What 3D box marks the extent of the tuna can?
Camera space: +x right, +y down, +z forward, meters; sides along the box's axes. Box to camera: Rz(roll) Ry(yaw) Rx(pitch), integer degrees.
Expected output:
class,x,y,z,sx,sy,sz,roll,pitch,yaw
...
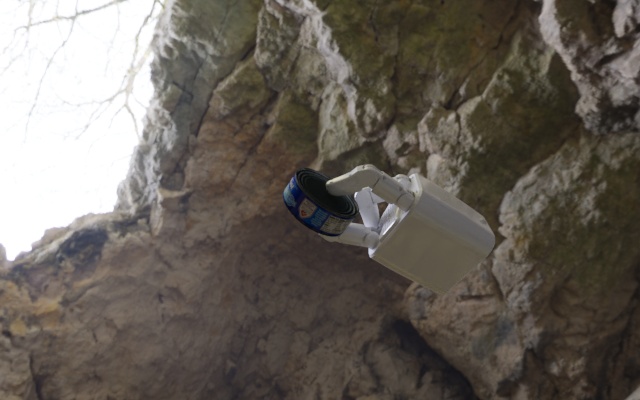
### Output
class,x,y,z,sx,sy,sz,roll,pitch,yaw
tuna can,0.000,0.002,0.548,0.086,0.034,0.086,29,23,-14
